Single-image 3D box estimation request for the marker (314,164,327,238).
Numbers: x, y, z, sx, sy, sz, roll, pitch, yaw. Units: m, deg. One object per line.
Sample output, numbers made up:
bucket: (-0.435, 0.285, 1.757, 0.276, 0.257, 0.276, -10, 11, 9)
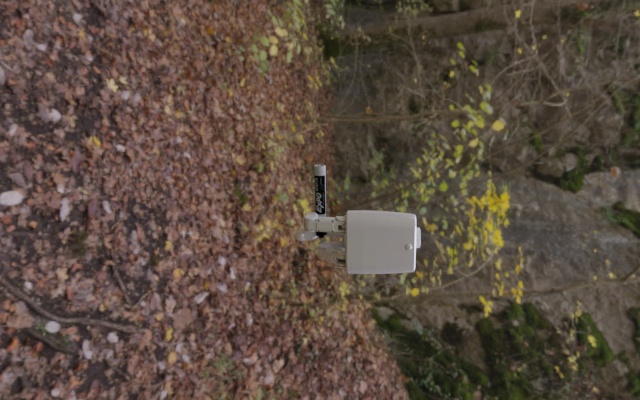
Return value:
marker: (0.000, 0.003, 0.777, 0.020, 0.121, 0.020, -1, 14, 0)
